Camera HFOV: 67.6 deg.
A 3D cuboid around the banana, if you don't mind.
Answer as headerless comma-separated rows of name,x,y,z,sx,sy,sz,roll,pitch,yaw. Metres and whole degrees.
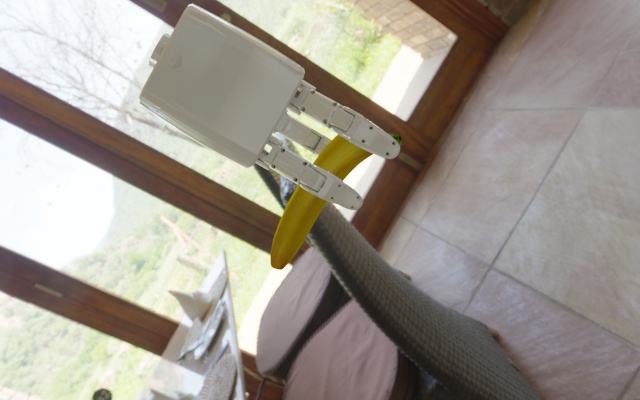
banana,0.002,-0.012,0.478,0.037,0.198,0.069,29,32,-19
